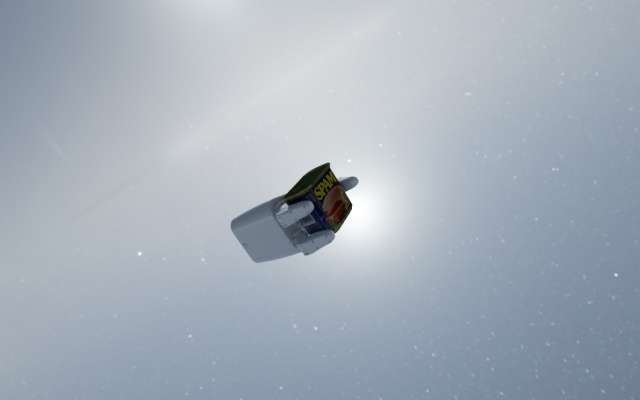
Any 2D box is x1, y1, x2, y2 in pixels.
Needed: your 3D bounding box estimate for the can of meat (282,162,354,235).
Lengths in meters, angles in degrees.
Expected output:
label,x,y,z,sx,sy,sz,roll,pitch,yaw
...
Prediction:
label,x,y,z,sx,sy,sz,roll,pitch,yaw
can of meat,0.000,0.003,0.740,0.057,0.084,0.102,-22,18,35
